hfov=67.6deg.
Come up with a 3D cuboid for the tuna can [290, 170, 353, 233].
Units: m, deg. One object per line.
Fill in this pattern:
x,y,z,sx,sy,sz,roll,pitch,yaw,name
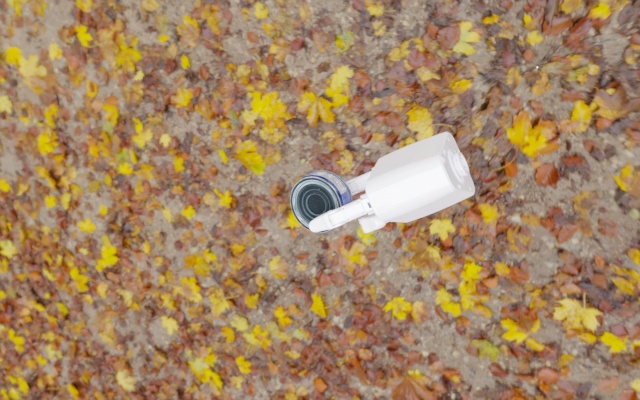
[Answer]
0.000,0.002,0.677,0.086,0.086,0.033,0,16,30,tuna can
